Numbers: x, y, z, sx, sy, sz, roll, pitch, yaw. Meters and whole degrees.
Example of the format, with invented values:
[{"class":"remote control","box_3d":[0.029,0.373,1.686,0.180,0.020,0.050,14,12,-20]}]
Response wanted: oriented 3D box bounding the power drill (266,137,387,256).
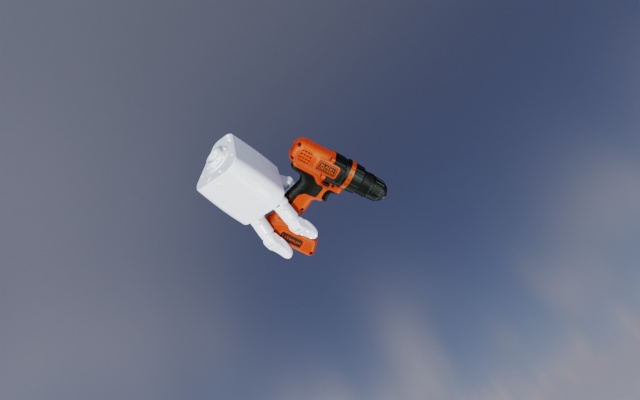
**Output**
[{"class":"power drill","box_3d":[0.000,0.003,0.838,0.184,0.188,0.057,28,20,-11]}]
